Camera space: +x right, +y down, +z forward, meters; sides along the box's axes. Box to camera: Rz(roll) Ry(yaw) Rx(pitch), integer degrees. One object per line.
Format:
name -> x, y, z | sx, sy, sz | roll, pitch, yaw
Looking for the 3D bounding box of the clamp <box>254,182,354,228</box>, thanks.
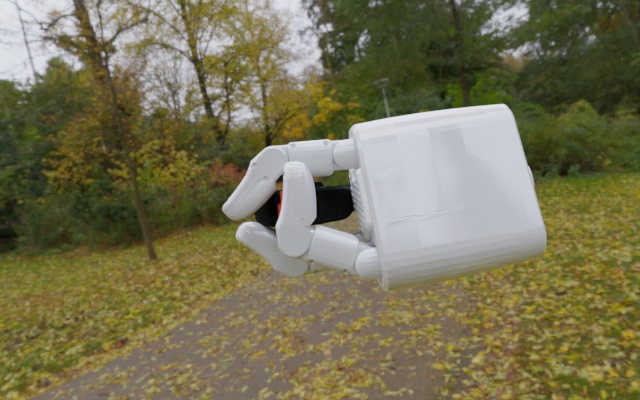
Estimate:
clamp -> 0.000, 0.001, 0.404 | 0.120, 0.039, 0.171 | -10, 5, -1
